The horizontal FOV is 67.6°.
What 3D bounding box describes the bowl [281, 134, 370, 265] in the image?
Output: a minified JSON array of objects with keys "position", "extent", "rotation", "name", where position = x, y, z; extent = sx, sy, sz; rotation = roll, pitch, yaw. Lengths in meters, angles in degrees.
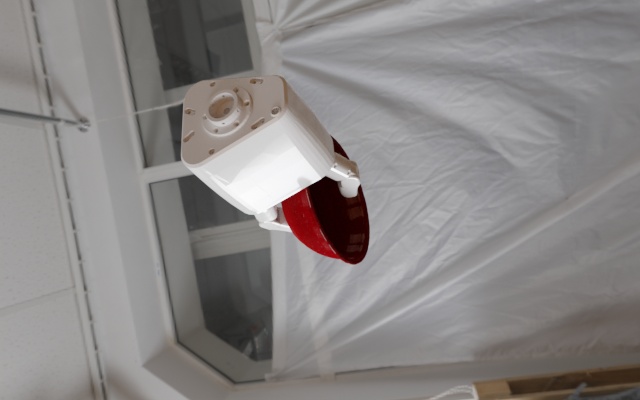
[{"position":[0.000,0.003,0.563],"extent":[0.055,0.162,0.162],"rotation":[-18,-8,25],"name":"bowl"}]
